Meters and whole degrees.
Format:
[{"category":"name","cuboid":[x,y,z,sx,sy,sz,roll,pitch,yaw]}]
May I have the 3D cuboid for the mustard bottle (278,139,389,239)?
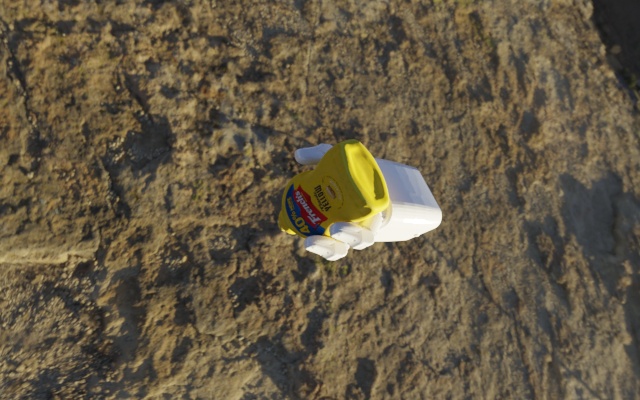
[{"category":"mustard bottle","cuboid":[0.000,0.002,0.633,0.058,0.096,0.192,-24,-5,-42]}]
